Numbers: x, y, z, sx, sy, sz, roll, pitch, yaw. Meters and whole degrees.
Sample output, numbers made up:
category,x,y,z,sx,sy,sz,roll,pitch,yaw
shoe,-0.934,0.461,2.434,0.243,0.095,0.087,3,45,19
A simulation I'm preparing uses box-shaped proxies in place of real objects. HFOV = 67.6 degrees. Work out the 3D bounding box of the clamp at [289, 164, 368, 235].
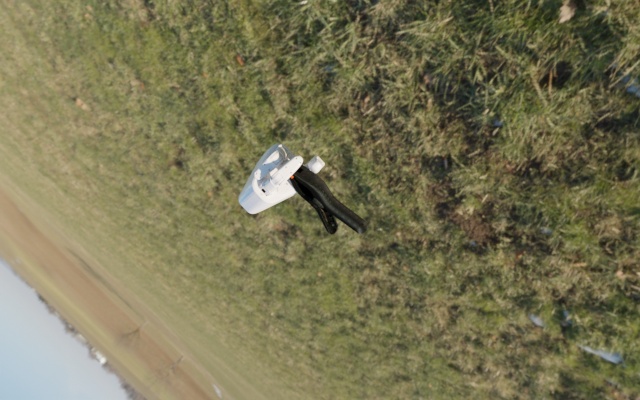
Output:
category,x,y,z,sx,sy,sz,roll,pitch,yaw
clamp,0.000,0.003,0.860,0.039,0.171,0.120,-47,8,-29
